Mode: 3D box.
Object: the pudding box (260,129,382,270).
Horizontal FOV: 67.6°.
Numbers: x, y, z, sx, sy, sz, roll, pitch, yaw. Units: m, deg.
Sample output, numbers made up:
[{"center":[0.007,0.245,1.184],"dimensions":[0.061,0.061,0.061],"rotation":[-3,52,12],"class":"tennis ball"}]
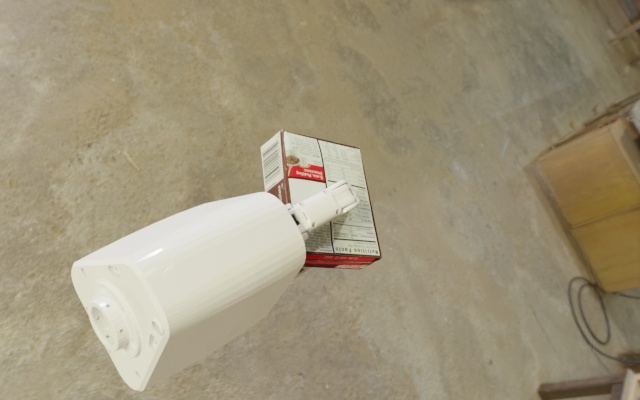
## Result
[{"center":[0.000,0.001,0.412],"dimensions":[0.090,0.113,0.039],"rotation":[9,-27,-35],"class":"pudding box"}]
